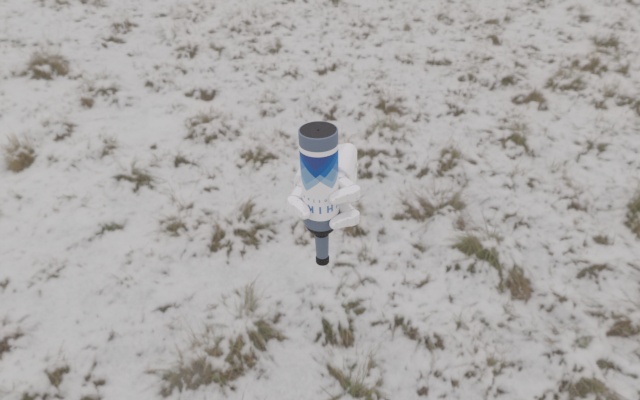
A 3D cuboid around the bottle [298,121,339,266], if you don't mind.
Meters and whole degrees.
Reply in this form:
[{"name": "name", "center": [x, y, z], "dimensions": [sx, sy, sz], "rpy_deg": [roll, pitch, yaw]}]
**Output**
[{"name": "bottle", "center": [0.000, 0.003, 0.874], "dimensions": [0.069, 0.296, 0.069], "rpy_deg": [-1, 36, 1]}]
